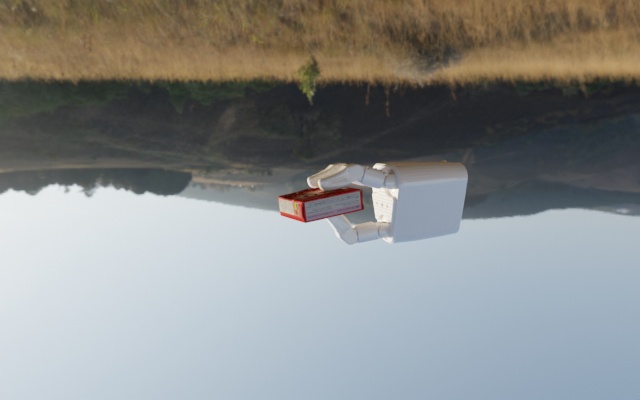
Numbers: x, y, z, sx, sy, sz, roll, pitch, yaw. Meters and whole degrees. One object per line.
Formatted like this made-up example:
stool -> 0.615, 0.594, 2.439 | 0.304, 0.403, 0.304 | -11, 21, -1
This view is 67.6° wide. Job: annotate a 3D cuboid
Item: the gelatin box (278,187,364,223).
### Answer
gelatin box -> 0.000, 0.003, 0.619 | 0.089, 0.030, 0.073 | -13, 12, -27
